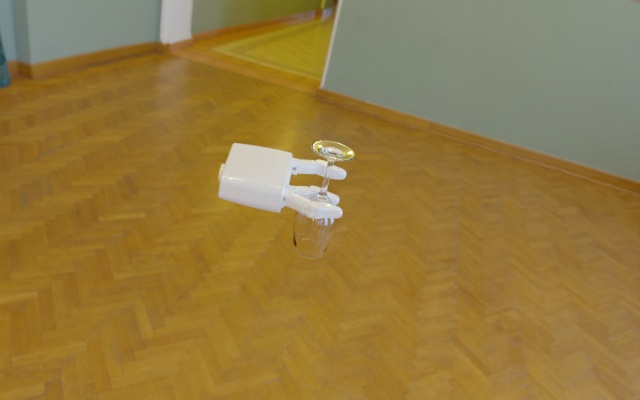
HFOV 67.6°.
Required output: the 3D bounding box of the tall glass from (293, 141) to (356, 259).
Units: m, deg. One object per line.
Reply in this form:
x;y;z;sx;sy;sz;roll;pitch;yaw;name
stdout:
0.000;0.002;0.829;0.079;0.201;0.079;11;28;-6;tall glass
